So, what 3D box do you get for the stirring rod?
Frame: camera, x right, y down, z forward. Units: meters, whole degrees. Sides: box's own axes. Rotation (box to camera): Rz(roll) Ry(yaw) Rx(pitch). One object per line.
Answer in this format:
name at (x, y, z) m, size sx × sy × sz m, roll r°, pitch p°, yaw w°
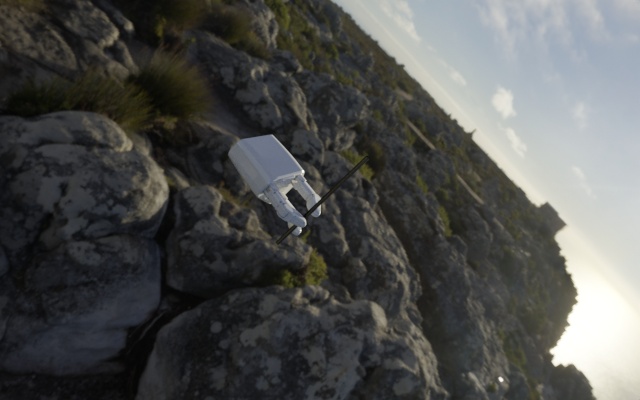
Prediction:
stirring rod at (0.000, 0.003, 0.870) m, size 0.239 × 0.011 × 0.011 m, roll -44°, pitch -17°, yaw 19°
